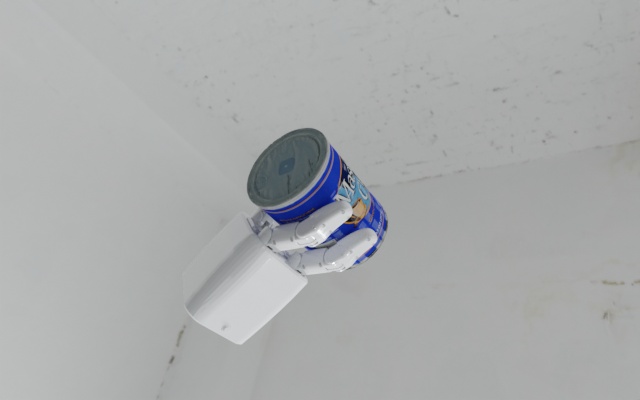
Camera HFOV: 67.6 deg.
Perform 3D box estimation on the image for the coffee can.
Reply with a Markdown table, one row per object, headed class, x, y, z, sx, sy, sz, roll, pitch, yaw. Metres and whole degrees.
| class | x | y | z | sx | sy | sz | roll | pitch | yaw |
| --- | --- | --- | --- | --- | --- | --- | --- | --- | --- |
| coffee can | 0.000 | 0.002 | 0.541 | 0.103 | 0.102 | 0.140 | 0 | -33 | 39 |
